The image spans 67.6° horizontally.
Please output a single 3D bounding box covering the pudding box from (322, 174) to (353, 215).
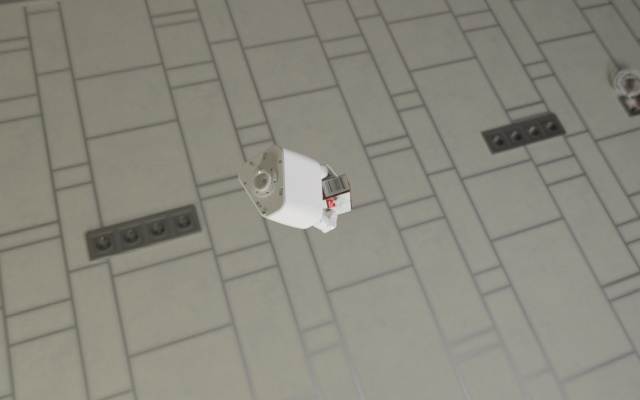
[{"bbox_3d":[0.000,0.003,0.868,0.113,0.039,0.090,-17,-24,-2],"label":"pudding box"}]
